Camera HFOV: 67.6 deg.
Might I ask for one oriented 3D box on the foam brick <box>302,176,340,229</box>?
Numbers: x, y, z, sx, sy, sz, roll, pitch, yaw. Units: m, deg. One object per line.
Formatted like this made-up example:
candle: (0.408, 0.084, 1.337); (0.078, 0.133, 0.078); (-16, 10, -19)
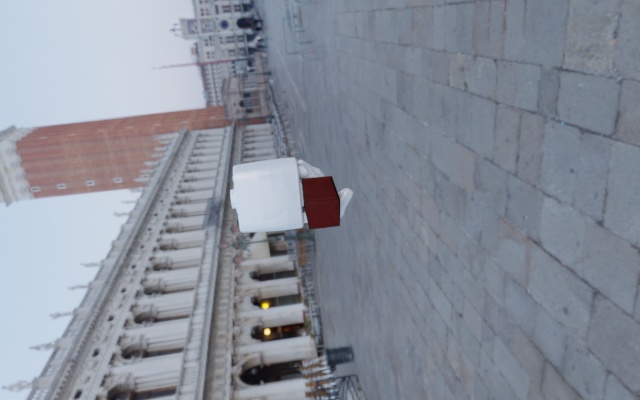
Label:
foam brick: (0.000, 0.003, 0.765); (0.051, 0.053, 0.078); (-6, 30, -6)
